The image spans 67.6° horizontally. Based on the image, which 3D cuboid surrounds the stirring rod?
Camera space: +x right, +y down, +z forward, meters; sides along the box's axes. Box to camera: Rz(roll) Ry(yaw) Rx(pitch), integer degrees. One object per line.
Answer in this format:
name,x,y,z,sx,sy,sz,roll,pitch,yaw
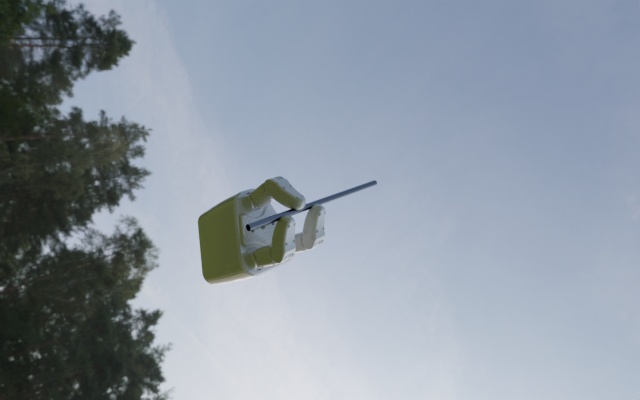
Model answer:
stirring rod,0.000,0.002,0.605,0.011,0.011,0.239,0,13,42
